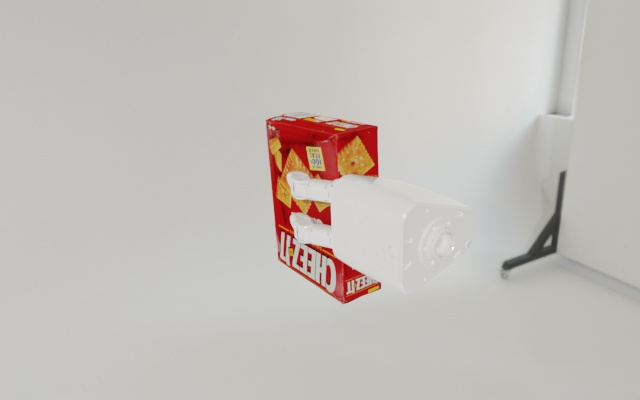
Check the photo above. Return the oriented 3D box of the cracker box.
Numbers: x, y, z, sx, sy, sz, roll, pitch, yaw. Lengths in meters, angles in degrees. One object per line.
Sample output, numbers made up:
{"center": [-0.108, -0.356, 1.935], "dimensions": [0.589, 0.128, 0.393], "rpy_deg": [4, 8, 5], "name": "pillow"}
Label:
{"center": [0.000, 0.002, 0.621], "dimensions": [0.072, 0.214, 0.164], "rpy_deg": [-15, 23, -32], "name": "cracker box"}
